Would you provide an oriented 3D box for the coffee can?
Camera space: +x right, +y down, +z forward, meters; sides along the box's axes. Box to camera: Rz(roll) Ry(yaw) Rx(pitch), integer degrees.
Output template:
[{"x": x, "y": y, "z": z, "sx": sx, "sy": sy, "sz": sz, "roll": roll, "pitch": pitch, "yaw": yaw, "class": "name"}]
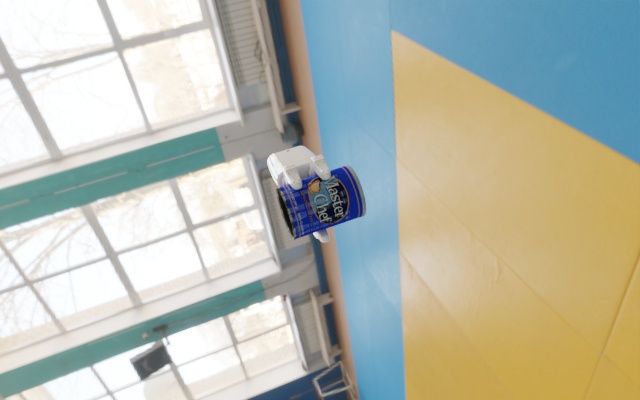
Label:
[{"x": 0.000, "y": 0.003, "z": 0.884, "sx": 0.140, "sy": 0.103, "sz": 0.103, "roll": -18, "pitch": 4, "yaw": -11, "class": "coffee can"}]
